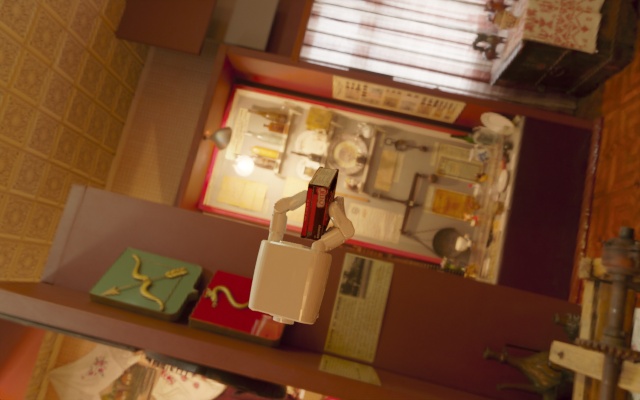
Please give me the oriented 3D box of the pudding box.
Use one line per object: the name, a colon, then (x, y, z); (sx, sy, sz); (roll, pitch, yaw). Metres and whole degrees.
pudding box: (0.000, 0.003, 0.760); (0.039, 0.090, 0.113); (11, 20, 4)
